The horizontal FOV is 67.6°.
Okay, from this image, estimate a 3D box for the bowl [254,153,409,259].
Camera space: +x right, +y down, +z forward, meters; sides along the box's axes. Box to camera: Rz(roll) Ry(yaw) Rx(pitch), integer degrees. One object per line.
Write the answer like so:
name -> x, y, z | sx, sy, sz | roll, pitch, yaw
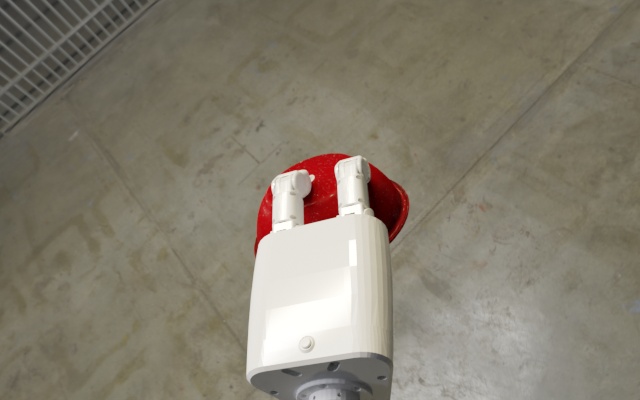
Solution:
bowl -> 0.000, 0.001, 0.461 | 0.162, 0.055, 0.162 | -17, 30, 11
